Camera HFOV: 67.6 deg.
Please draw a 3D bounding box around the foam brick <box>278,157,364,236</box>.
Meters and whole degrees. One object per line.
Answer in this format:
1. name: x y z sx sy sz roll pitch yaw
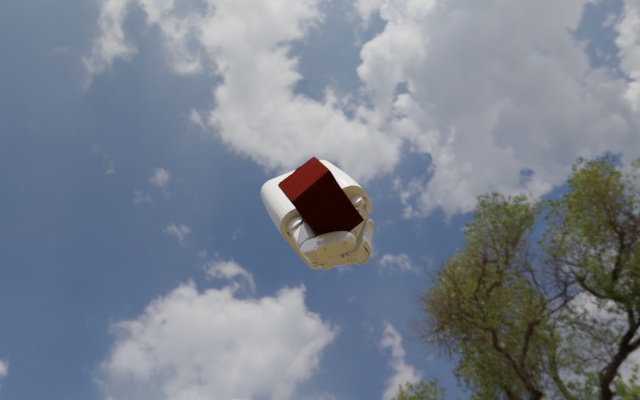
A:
1. foam brick: 0.000 0.001 0.519 0.053 0.078 0.051 -38 33 -3
